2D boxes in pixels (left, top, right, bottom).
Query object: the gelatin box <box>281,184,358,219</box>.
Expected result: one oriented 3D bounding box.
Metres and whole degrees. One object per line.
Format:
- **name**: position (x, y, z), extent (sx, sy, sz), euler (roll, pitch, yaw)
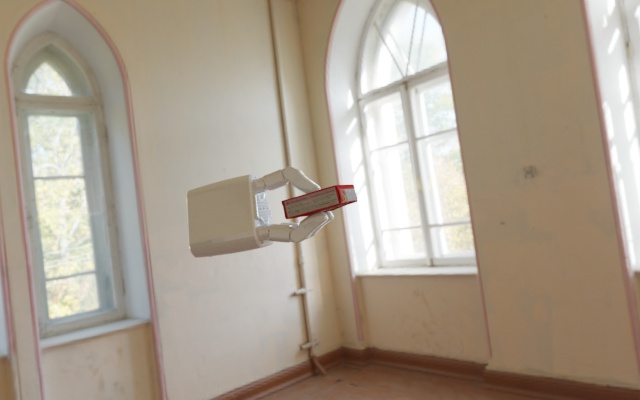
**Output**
- **gelatin box**: position (0.000, 0.002, 0.685), extent (0.089, 0.030, 0.073), euler (-17, -4, 23)
